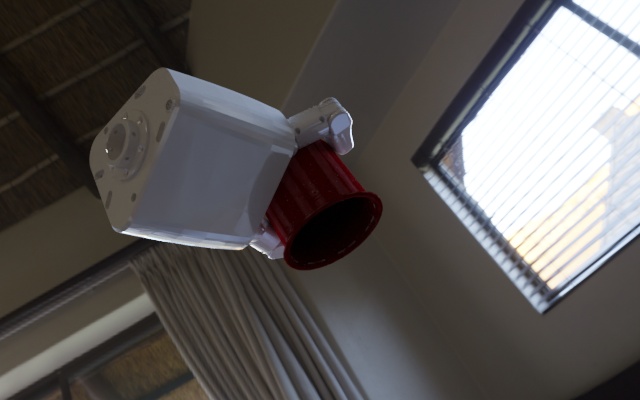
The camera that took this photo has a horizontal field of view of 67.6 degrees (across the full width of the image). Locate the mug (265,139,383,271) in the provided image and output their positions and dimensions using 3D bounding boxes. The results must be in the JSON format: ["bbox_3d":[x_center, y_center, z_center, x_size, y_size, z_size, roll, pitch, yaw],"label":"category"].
[{"bbox_3d":[0.001,0.001,0.421,0.117,0.093,0.081,15,33,-50],"label":"mug"}]
